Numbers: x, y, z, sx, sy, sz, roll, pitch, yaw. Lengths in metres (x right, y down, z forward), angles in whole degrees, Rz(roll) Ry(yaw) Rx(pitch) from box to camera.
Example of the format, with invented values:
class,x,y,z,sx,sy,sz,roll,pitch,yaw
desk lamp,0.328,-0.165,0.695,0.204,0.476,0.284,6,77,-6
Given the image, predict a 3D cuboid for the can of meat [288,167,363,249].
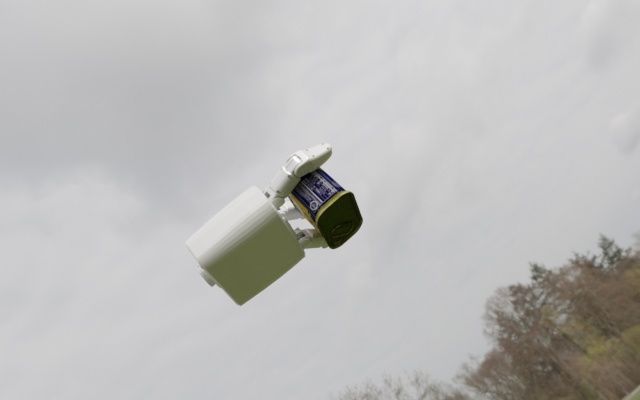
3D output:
class,x,y,z,sx,sy,sz,roll,pitch,yaw
can of meat,0.000,0.002,0.600,0.084,0.057,0.102,44,-10,30
